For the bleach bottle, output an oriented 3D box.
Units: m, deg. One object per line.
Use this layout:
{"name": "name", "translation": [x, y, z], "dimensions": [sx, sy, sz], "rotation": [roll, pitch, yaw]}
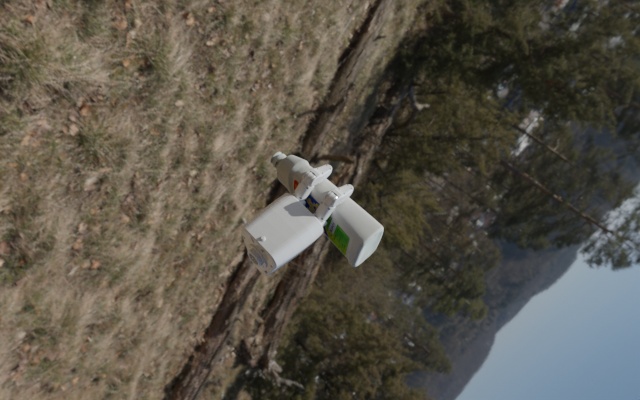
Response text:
{"name": "bleach bottle", "translation": [0.000, 0.003, 0.875], "dimensions": [0.068, 0.250, 0.103], "rotation": [-37, -23, -26]}
